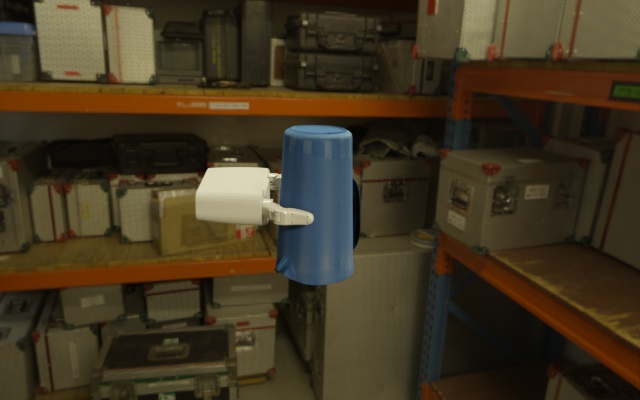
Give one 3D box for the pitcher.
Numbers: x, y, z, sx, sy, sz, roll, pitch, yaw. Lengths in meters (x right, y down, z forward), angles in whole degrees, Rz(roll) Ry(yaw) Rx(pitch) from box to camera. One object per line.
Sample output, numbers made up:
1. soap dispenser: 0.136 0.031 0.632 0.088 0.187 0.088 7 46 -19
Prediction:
1. pitcher: 0.000 0.003 0.785 0.145 0.243 0.149 2 16 1
